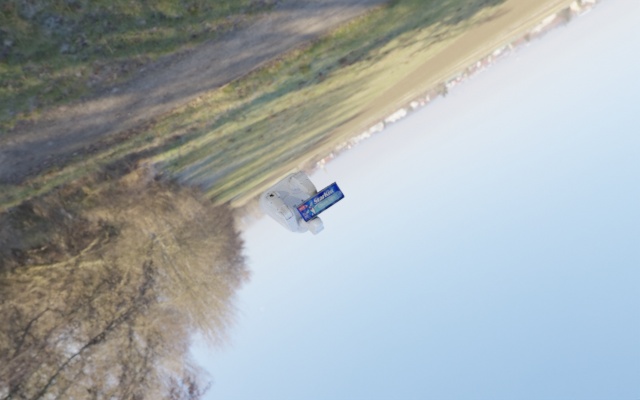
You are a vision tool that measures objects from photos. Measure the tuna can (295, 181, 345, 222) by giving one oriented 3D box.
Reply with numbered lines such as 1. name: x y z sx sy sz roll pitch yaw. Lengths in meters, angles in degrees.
1. tuna can: 0.000 0.003 0.843 0.086 0.034 0.086 -33 0 0
